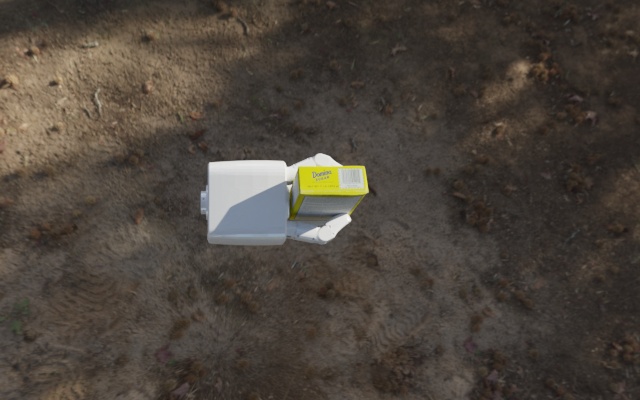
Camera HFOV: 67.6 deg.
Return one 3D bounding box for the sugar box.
[{"bbox_3d":[0.000,0.002,0.699,0.093,0.048,0.176,0,-17,-12],"label":"sugar box"}]
